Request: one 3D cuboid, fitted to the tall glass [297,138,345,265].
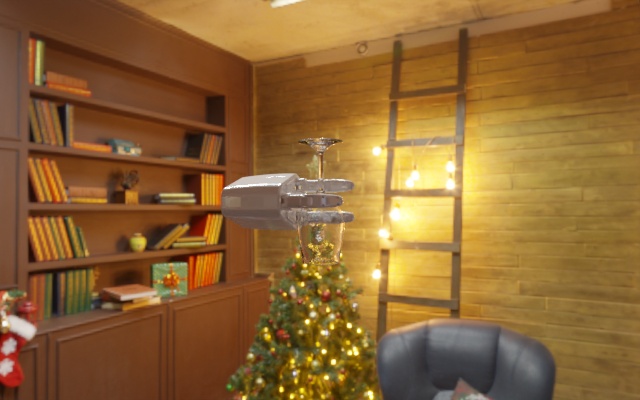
[{"bbox_3d":[0.000,0.002,0.784,0.079,0.201,0.079,-1,0,0],"label":"tall glass"}]
